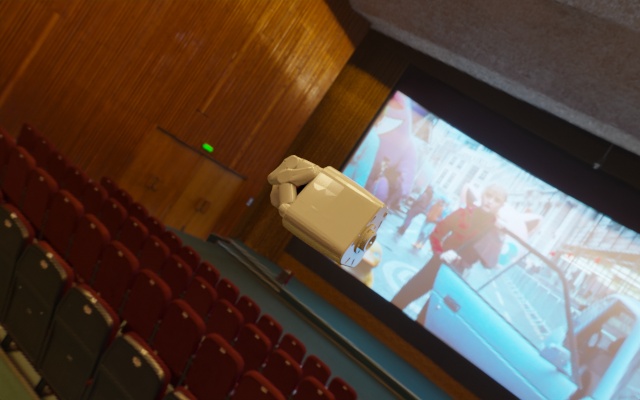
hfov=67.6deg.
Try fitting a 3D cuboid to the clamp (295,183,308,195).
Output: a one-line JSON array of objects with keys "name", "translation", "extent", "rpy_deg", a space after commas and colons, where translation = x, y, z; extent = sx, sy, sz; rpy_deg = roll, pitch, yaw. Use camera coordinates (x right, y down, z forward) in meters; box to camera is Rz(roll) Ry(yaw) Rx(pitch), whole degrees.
[{"name": "clamp", "translation": [0.000, 0.002, 0.797], "extent": [0.120, 0.039, 0.171], "rpy_deg": [34, 1, 23]}]
